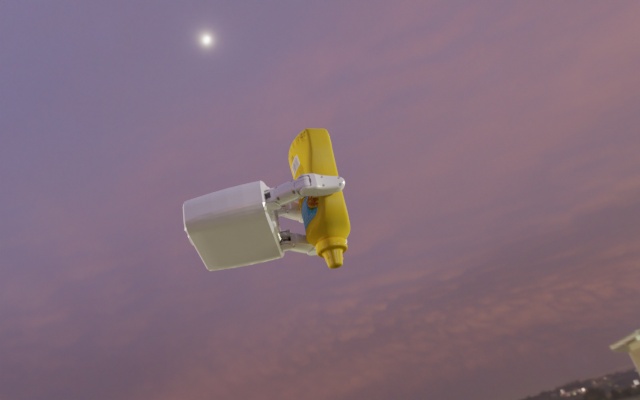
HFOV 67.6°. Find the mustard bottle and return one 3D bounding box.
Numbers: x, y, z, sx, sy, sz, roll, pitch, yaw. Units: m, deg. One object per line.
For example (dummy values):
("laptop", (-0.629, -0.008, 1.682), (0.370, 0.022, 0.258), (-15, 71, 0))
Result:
("mustard bottle", (0.000, 0.002, 0.654), (0.058, 0.191, 0.096), (-1, -30, -20))
